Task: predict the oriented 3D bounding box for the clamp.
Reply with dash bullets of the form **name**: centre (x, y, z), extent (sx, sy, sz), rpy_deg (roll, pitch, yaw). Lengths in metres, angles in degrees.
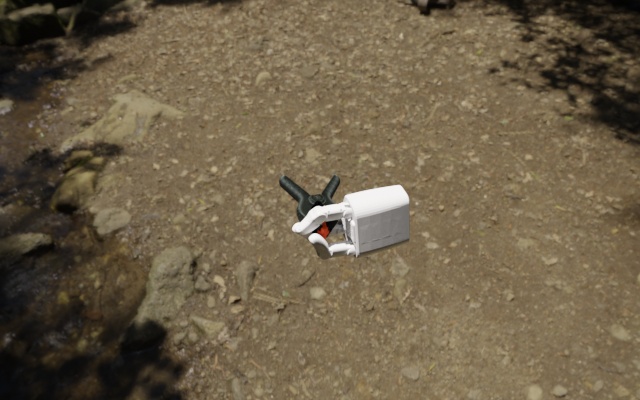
- **clamp**: centre (0.000, 0.003, 0.892), extent (0.120, 0.039, 0.171), rpy_deg (-12, 45, -15)
